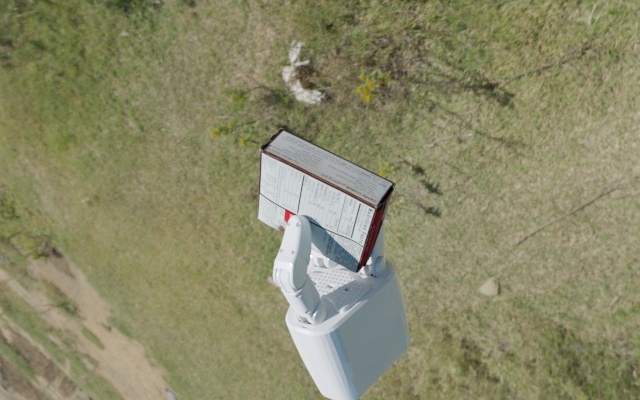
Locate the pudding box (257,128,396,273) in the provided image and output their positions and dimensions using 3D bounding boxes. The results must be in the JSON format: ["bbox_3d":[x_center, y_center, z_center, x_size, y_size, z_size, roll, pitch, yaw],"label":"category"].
[{"bbox_3d":[0.000,0.001,0.413,0.113,0.090,0.039,26,48,14],"label":"pudding box"}]
